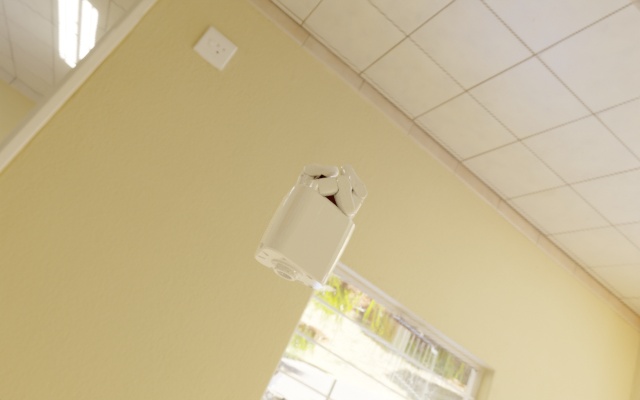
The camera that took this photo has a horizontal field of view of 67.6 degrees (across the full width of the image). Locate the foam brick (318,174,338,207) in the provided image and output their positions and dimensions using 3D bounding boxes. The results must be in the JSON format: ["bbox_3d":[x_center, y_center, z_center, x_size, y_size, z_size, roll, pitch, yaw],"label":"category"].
[{"bbox_3d":[0.000,0.003,0.759,0.053,0.051,0.078,31,-24,-8],"label":"foam brick"}]
